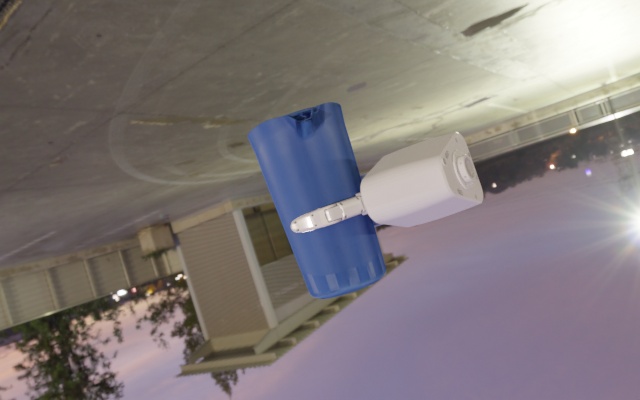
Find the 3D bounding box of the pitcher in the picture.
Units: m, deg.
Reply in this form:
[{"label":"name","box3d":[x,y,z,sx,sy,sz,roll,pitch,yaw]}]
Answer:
[{"label":"pitcher","box3d":[0.000,0.002,0.653,0.145,0.243,0.149,-20,-3,35]}]
